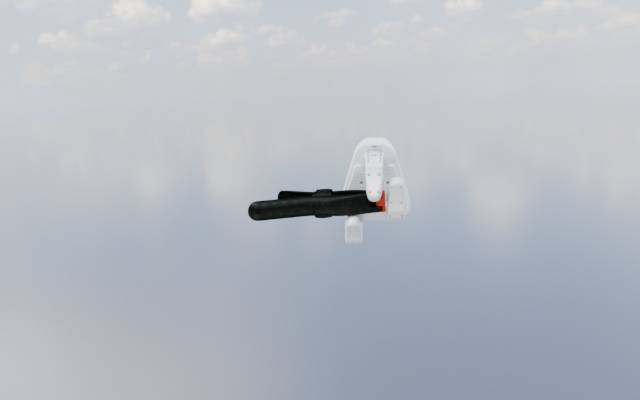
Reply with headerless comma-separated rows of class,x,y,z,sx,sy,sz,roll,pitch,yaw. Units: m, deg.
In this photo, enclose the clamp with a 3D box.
clamp,0.000,0.001,0.635,0.171,0.039,0.120,-1,15,7
